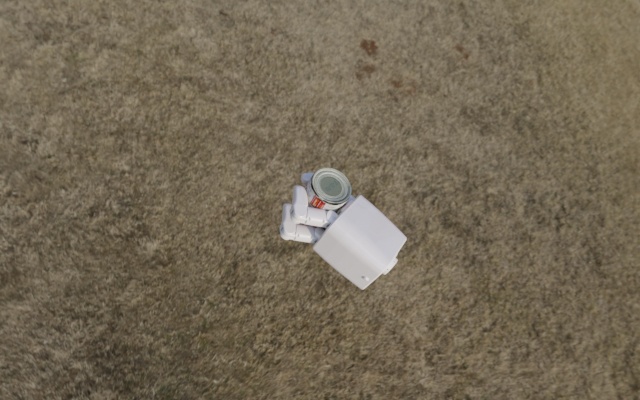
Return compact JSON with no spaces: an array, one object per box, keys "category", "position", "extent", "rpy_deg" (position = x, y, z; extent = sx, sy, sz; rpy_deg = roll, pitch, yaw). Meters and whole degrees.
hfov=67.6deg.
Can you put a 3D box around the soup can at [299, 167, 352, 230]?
[{"category":"soup can","position":[0.000,0.002,0.762],"extent":[0.068,0.068,0.102],"rpy_deg":[0,-30,-23]}]
